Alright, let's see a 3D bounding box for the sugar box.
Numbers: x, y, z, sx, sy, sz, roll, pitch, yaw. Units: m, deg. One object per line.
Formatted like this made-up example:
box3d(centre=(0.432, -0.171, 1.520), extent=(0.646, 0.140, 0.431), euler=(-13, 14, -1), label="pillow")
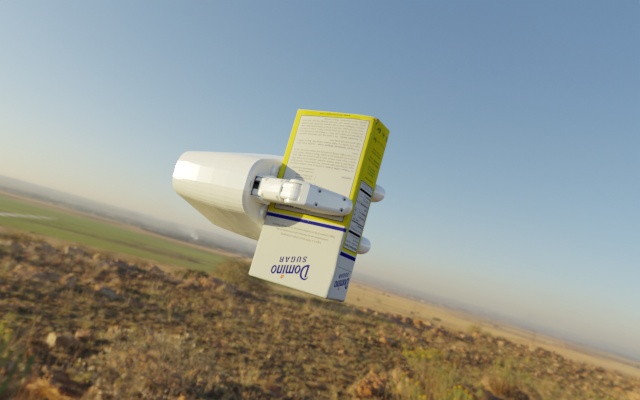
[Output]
box3d(centre=(0.000, 0.002, 0.470), extent=(0.093, 0.176, 0.048), euler=(11, -8, 31), label="sugar box")
